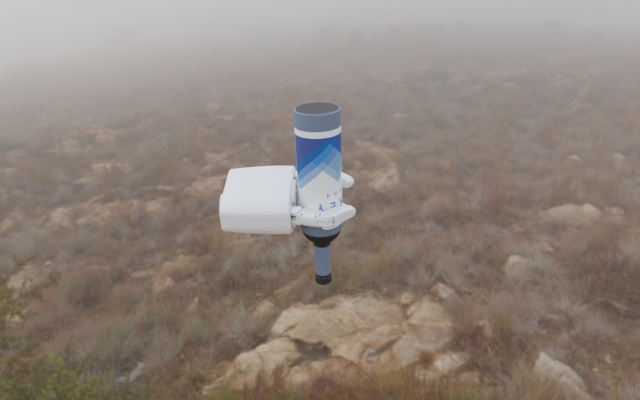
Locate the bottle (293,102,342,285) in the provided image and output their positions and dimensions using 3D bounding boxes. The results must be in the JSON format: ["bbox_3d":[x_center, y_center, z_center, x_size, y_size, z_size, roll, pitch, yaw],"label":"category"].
[{"bbox_3d":[0.000,0.002,0.734,0.069,0.296,0.069,-2,27,1],"label":"bottle"}]
